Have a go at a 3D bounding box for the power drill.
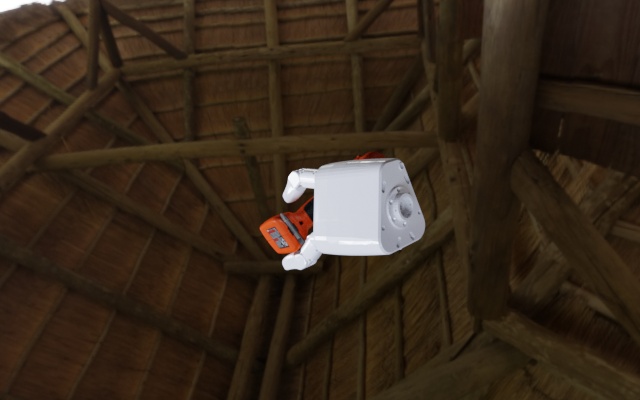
[{"bbox_3d":[0.000,0.003,0.720,0.187,0.057,0.184,-39,3,-20],"label":"power drill"}]
